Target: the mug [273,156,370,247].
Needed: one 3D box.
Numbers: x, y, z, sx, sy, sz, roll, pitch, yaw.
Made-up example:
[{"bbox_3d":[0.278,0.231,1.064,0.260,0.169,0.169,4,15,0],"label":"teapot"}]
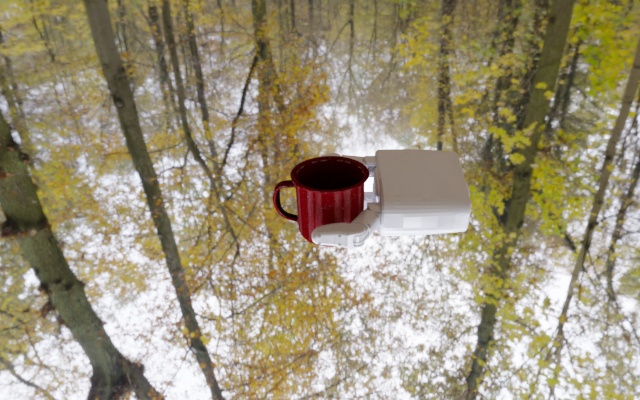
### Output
[{"bbox_3d":[-0.001,0.002,0.581,0.117,0.081,0.093,0,30,3],"label":"mug"}]
